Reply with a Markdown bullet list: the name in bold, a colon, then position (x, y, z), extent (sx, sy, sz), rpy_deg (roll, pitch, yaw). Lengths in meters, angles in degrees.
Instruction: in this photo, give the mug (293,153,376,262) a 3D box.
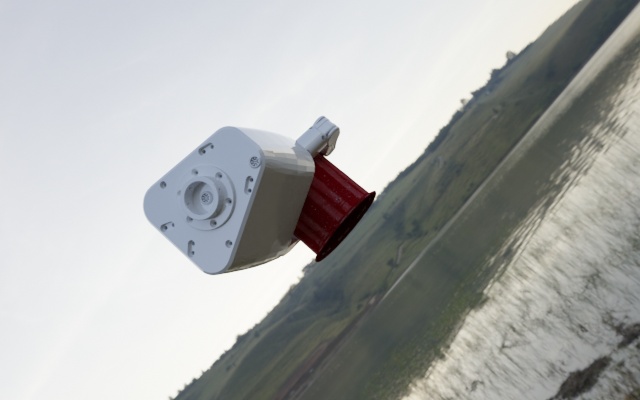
- **mug**: position (0.000, 0.001, 0.501), extent (0.081, 0.093, 0.117), rpy_deg (40, 11, 12)
